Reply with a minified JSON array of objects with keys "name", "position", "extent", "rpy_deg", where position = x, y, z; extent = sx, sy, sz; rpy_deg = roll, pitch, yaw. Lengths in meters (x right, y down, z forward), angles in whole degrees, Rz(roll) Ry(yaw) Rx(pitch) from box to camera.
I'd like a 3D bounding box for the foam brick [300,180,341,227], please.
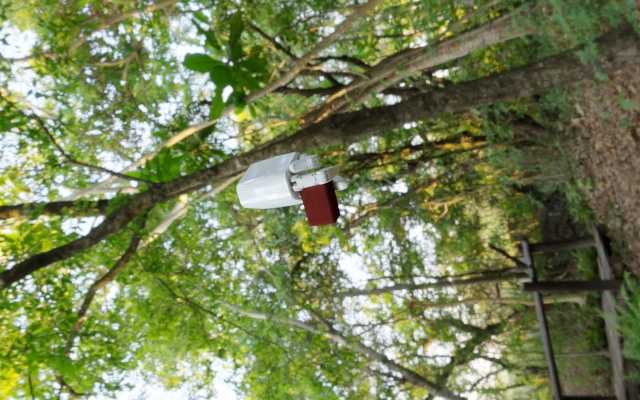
[{"name":"foam brick","position":[0.000,0.003,0.886],"extent":[0.051,0.078,0.053],"rpy_deg":[-12,11,17]}]
